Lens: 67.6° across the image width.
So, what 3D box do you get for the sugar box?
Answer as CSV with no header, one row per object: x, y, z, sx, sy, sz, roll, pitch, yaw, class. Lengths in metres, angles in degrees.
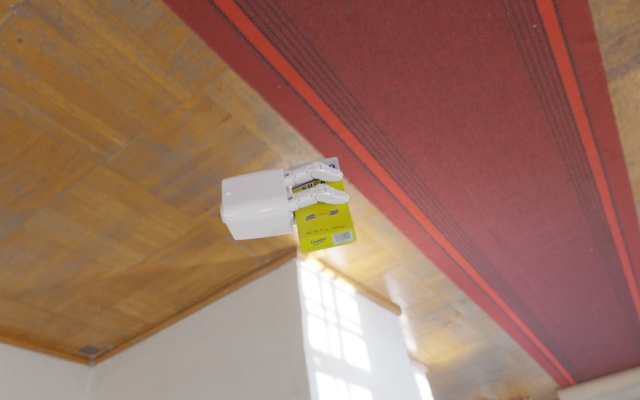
0.000,0.002,0.822,0.093,0.176,0.048,-12,-41,0,sugar box
